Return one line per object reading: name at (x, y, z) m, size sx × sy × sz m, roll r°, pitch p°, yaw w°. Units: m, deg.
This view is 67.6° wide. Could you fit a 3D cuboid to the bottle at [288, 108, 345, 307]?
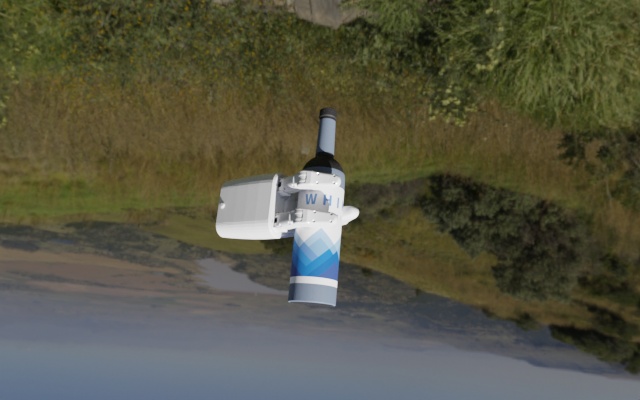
bottle at (0.000, 0.003, 0.700) m, size 0.069 × 0.295 × 0.069 m, roll 5°, pitch -16°, yaw 1°
